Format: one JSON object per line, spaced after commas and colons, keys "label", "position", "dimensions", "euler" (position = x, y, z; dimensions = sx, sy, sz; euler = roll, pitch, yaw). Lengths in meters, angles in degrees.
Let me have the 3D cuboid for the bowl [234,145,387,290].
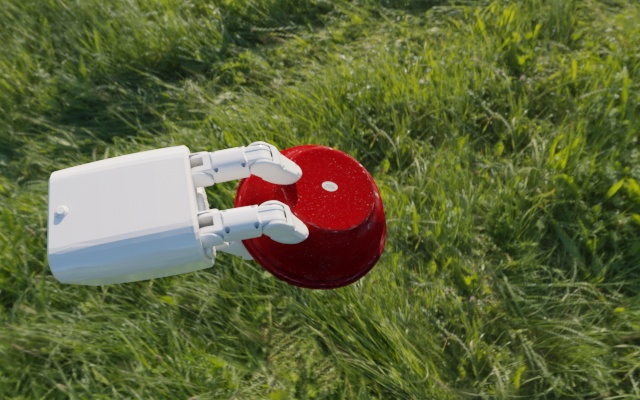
{"label": "bowl", "position": [0.001, 0.001, 0.465], "dimensions": [0.162, 0.162, 0.055], "euler": [0, -30, -20]}
